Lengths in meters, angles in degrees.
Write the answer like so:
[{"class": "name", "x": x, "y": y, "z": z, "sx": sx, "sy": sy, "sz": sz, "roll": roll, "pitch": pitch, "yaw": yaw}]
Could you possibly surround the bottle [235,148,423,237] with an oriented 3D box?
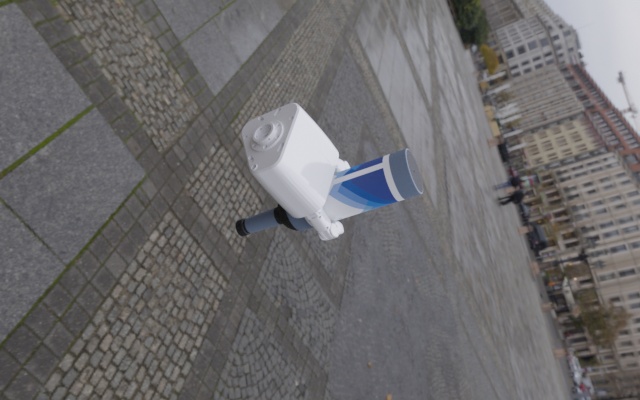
[{"class": "bottle", "x": 0.000, "y": 0.002, "z": 0.710, "sx": 0.296, "sy": 0.069, "sz": 0.069, "roll": -18, "pitch": -7, "yaw": 23}]
